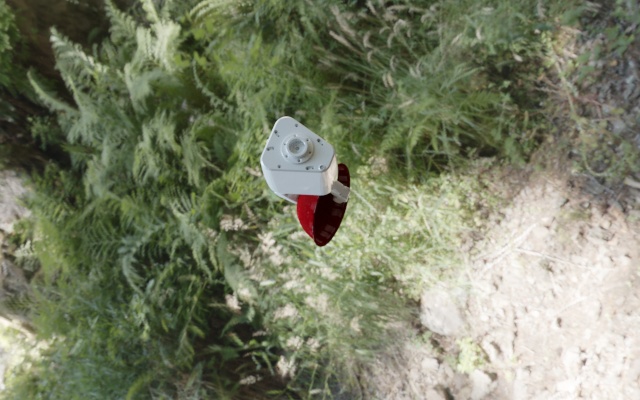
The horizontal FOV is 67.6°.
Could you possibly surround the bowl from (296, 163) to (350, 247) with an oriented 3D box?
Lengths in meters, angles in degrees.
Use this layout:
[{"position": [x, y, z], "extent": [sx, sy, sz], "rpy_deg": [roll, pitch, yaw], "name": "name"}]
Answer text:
[{"position": [0.000, 0.004, 0.901], "extent": [0.055, 0.162, 0.162], "rpy_deg": [16, 6, 22], "name": "bowl"}]
